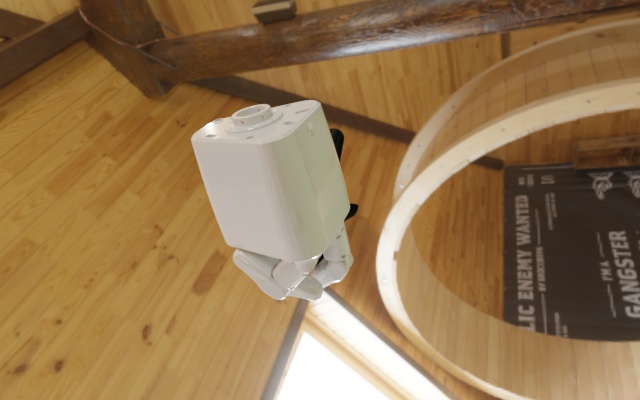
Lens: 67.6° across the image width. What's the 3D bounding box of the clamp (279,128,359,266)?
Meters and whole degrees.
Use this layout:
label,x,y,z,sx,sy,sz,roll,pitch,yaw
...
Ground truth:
label,x,y,z,sx,sy,sz,roll,pitch,yaw
clamp,-0.001,0.002,0.512,0.039,0.120,0.171,-4,28,24
